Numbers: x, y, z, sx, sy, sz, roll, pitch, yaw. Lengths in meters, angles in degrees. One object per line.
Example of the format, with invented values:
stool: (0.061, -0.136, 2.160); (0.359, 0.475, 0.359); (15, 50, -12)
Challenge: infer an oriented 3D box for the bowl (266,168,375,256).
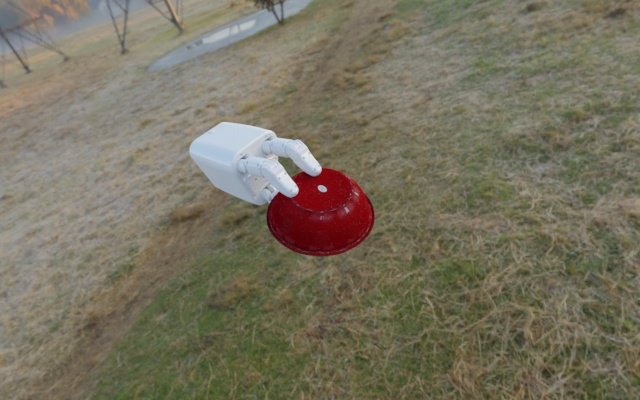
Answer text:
bowl: (0.001, 0.002, 0.693); (0.162, 0.055, 0.162); (0, 45, 0)
